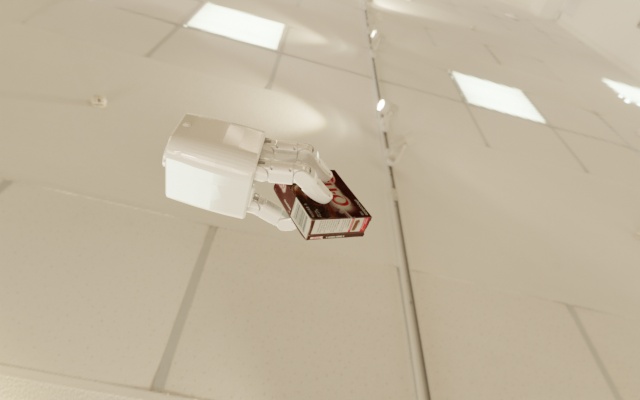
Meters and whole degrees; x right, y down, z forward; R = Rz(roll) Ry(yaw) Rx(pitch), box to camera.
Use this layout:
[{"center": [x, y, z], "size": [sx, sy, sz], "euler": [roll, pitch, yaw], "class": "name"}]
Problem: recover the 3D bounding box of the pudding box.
[{"center": [0.000, 0.002, 0.626], "size": [0.090, 0.039, 0.113], "euler": [-2, 40, -30], "class": "pudding box"}]
